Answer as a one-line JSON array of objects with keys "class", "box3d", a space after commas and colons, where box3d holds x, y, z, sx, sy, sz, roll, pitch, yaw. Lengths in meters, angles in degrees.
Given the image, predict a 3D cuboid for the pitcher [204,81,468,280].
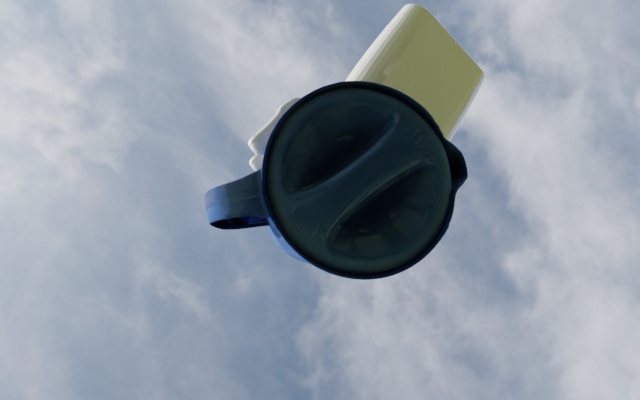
[{"class": "pitcher", "box3d": [0.000, 0.001, 0.423, 0.149, 0.145, 0.243, 34, -12, -3]}]
